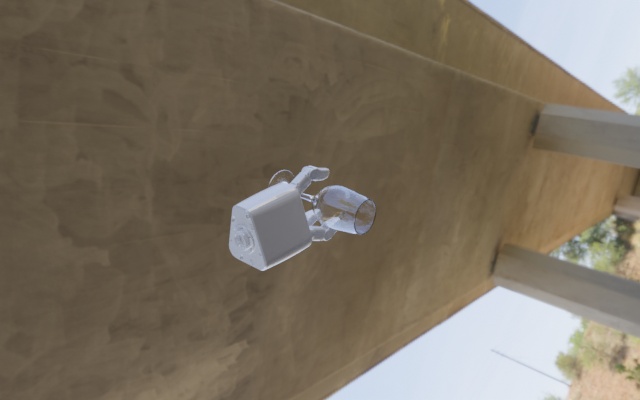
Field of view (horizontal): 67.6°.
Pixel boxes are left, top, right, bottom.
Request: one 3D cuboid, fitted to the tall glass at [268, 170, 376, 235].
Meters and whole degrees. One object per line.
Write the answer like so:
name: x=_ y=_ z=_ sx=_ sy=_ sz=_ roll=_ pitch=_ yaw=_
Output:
tall glass: x=0.000 y=0.003 z=0.852 sx=0.201 sy=0.079 sz=0.079 roll=18 pitch=11 yaw=37
